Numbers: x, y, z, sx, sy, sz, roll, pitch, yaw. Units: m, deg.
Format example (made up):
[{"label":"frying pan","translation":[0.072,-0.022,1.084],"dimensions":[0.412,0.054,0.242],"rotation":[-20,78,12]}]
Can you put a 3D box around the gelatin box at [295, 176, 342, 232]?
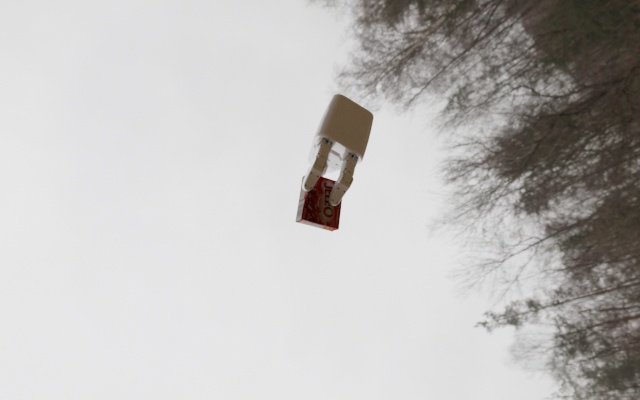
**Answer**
[{"label":"gelatin box","translation":[0.000,0.003,0.837],"dimensions":[0.073,0.089,0.030],"rotation":[16,-20,-23]}]
